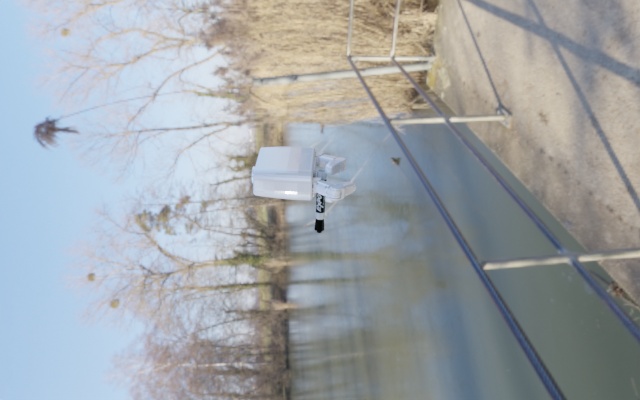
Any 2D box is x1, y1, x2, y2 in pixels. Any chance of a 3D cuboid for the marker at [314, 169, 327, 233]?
[{"bbox_3d":[0.000,0.003,0.877,0.020,0.121,0.020,2,20,-1],"label":"marker"}]
